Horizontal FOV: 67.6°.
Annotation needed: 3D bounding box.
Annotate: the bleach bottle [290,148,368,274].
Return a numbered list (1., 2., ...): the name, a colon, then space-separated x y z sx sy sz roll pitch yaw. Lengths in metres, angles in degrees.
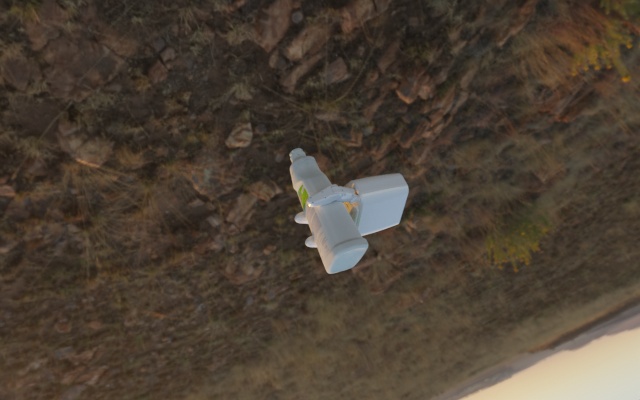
1. bleach bottle: 0.000 0.003 0.883 0.068 0.250 0.103 -13 -29 -23
